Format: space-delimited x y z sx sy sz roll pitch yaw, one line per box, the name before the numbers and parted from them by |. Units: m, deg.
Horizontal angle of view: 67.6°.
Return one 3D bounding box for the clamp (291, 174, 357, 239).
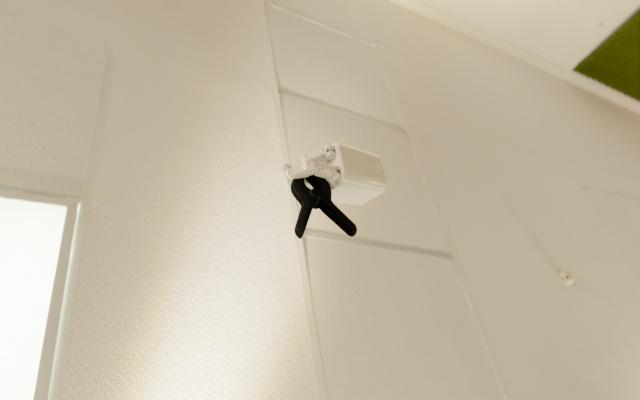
clamp | 0.000 0.003 0.882 0.120 0.171 0.039 11 -42 -27
